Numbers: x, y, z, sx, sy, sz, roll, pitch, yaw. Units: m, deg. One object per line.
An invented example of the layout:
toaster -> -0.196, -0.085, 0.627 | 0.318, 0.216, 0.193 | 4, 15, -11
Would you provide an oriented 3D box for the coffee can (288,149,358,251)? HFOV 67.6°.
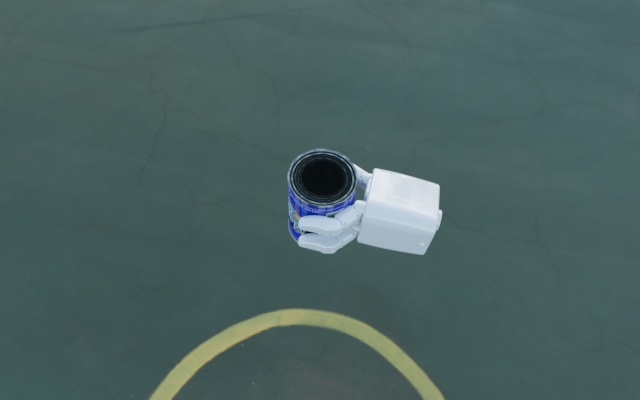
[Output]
coffee can -> 0.000, 0.002, 0.746 | 0.103, 0.102, 0.140 | 0, -32, -3
